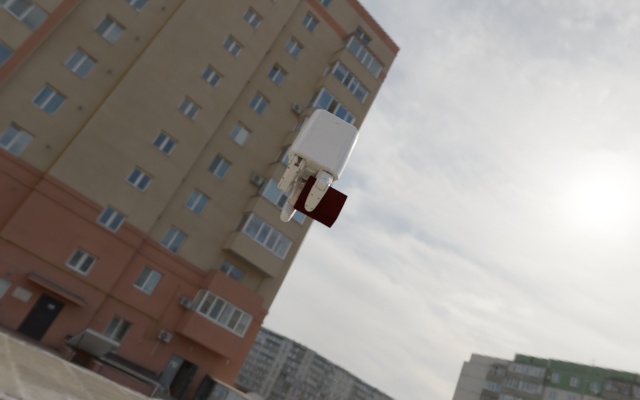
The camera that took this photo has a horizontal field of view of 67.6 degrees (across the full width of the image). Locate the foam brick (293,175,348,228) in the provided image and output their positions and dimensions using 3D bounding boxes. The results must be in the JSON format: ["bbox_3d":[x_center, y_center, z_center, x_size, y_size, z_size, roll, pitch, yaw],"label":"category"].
[{"bbox_3d":[0.000,0.003,0.841,0.078,0.051,0.053,29,-25,-3],"label":"foam brick"}]
